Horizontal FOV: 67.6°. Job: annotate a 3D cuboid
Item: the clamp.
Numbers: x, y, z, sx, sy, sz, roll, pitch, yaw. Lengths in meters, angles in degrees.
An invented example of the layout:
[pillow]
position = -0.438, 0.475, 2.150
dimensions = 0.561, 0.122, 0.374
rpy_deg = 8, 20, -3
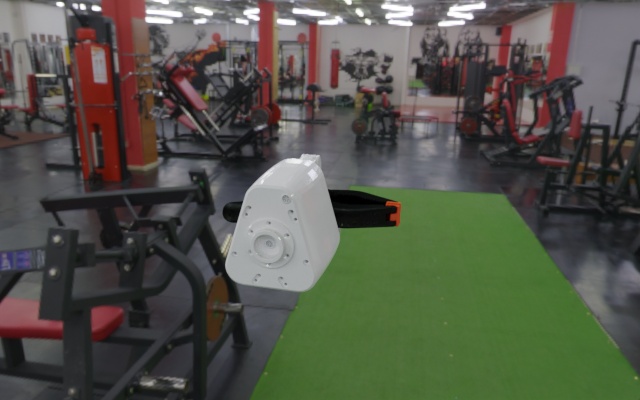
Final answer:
[clamp]
position = 0.001, 0.001, 0.624
dimensions = 0.210, 0.036, 0.164
rpy_deg = 5, 18, 11
